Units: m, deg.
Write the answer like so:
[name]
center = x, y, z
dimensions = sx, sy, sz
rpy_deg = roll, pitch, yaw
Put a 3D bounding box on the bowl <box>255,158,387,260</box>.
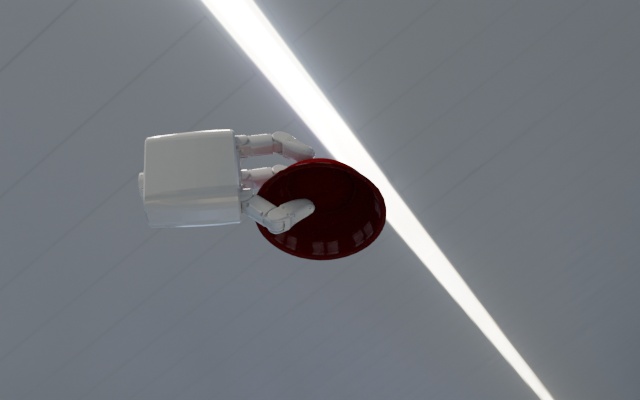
[bowl]
center = 0.001, 0.002, 0.596
dimensions = 0.162, 0.162, 0.055
rpy_deg = 0, 42, 3
